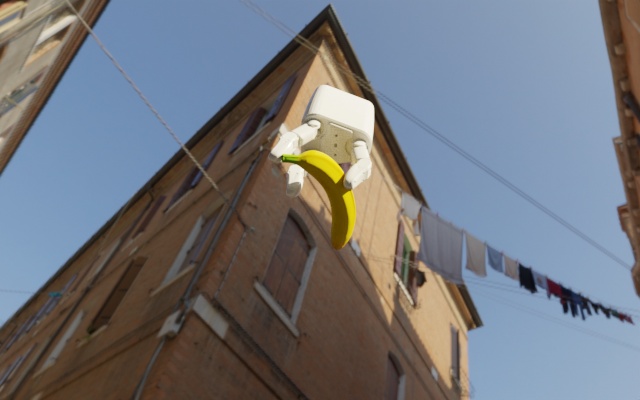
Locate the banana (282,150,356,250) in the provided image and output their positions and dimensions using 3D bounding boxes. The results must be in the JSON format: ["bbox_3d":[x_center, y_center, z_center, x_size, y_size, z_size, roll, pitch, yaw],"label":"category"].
[{"bbox_3d":[0.016,-0.005,0.709,0.069,0.198,0.037,-15,36,20],"label":"banana"}]
